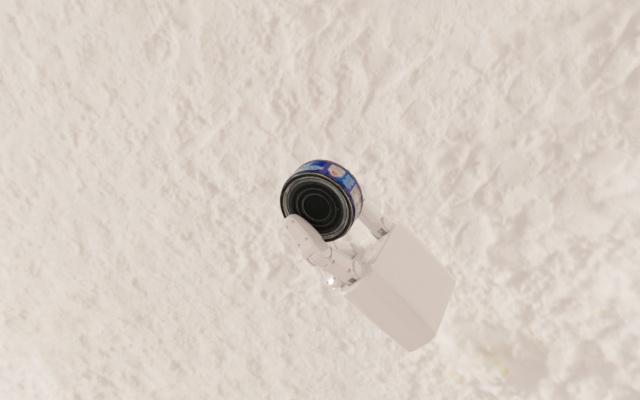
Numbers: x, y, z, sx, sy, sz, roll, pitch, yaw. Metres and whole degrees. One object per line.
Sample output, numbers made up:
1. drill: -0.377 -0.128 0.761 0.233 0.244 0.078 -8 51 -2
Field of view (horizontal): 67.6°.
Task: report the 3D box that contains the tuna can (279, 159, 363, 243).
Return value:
1. tuna can: 0.000 0.002 0.510 0.086 0.086 0.033 0 26 23
